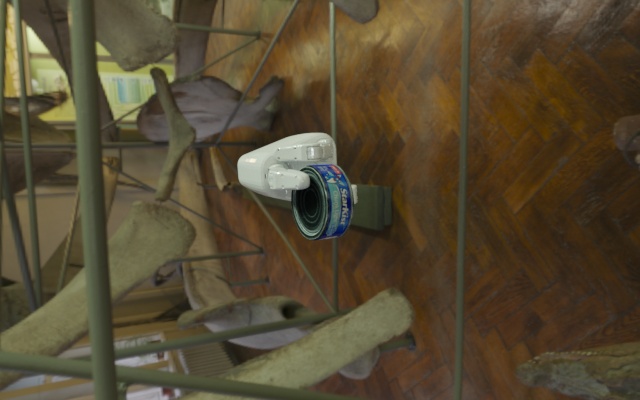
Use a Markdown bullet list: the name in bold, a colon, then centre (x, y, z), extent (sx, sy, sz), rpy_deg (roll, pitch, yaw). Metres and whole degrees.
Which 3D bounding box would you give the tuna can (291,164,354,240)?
- **tuna can**: centre (0.000, 0.002, 0.540), extent (0.034, 0.086, 0.086), rpy_deg (-5, 2, -31)
